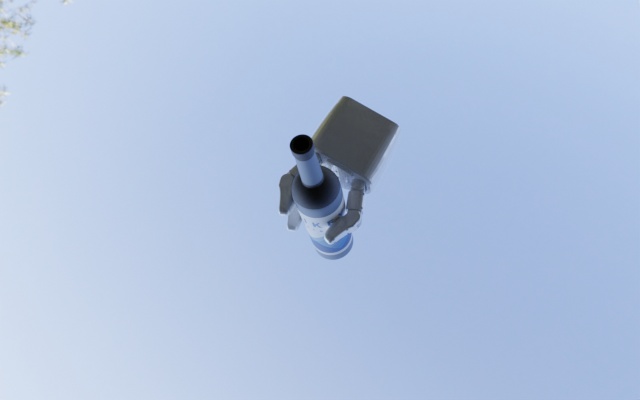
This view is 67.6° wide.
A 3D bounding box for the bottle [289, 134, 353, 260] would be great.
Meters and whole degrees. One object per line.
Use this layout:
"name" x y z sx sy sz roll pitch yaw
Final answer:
"bottle" 0.000 0.002 0.666 0.069 0.069 0.296 0 -27 10
